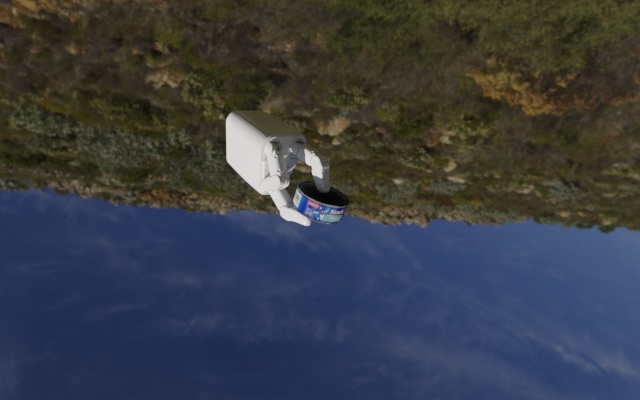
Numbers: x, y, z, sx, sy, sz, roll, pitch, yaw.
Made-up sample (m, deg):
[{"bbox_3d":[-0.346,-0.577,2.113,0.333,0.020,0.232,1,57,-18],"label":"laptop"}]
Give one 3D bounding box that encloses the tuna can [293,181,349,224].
[{"bbox_3d":[0.000,0.003,0.757,0.086,0.034,0.086,17,21,-7],"label":"tuna can"}]
